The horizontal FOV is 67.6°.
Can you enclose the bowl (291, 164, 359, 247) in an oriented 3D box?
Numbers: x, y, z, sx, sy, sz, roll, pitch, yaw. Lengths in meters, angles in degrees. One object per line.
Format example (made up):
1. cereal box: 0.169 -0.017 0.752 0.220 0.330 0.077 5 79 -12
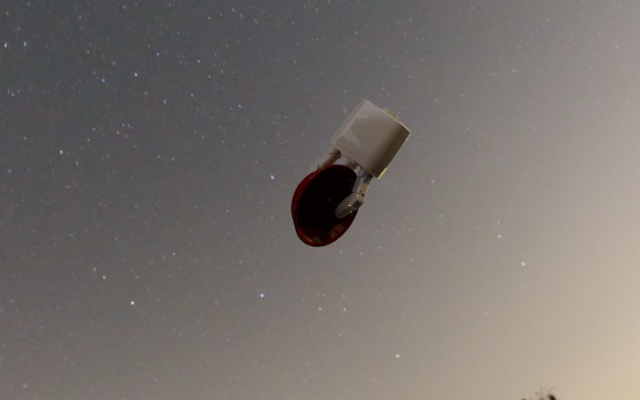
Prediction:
1. bowl: -0.001 0.004 0.888 0.162 0.162 0.055 0 20 -43
